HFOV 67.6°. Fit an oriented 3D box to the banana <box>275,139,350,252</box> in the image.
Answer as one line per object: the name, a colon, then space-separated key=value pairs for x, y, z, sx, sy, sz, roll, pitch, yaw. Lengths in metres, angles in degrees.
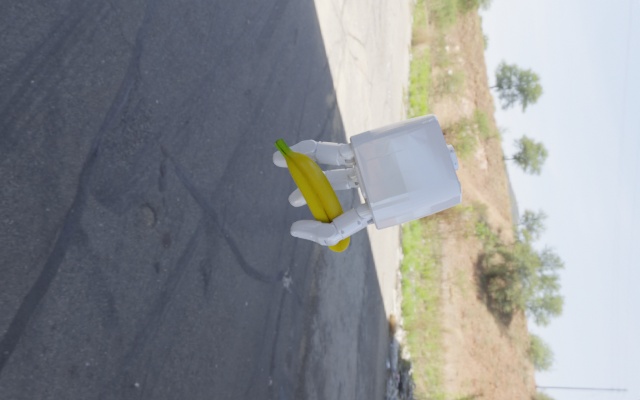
banana: x=0.005 y=0.009 z=0.599 sx=0.037 sy=0.198 sz=0.069 roll=-29 pitch=37 yaw=-3
